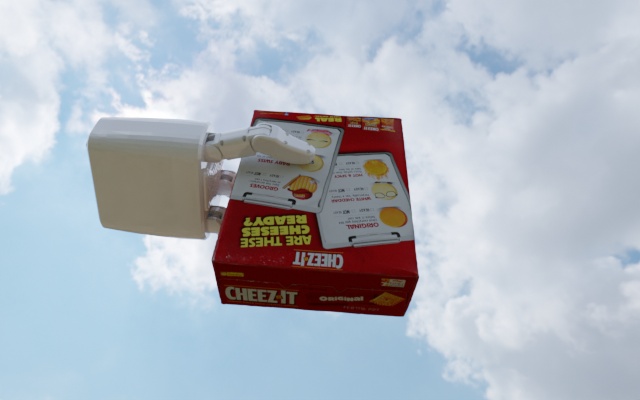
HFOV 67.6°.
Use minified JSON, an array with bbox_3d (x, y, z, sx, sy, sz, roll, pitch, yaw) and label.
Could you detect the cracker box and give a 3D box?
[{"bbox_3d":[0.000,0.001,0.464,0.164,0.072,0.213,4,45,1],"label":"cracker box"}]
